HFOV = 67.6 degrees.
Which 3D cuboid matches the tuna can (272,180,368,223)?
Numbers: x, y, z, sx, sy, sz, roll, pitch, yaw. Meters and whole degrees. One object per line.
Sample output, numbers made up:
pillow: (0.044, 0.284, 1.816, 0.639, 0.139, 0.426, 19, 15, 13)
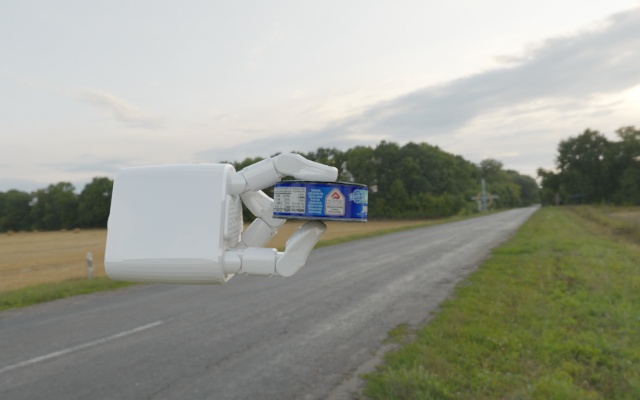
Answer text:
tuna can: (0.000, 0.001, 0.431, 0.086, 0.034, 0.086, 3, -1, 0)
